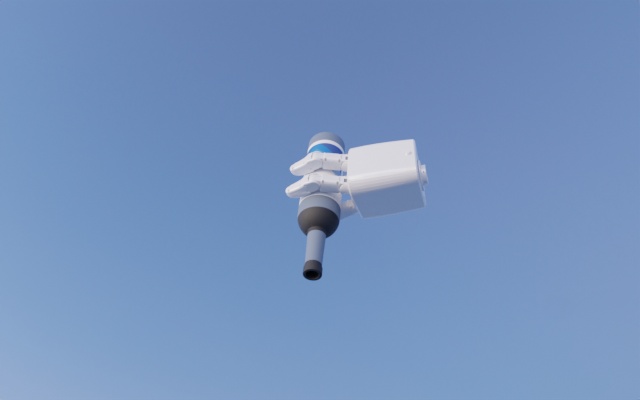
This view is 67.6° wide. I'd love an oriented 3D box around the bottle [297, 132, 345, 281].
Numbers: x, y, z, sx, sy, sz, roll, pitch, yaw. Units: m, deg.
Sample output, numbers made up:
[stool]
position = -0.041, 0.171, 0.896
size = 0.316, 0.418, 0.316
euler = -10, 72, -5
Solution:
[bottle]
position = 0.000, 0.002, 0.769
size = 0.069, 0.069, 0.295
euler = 0, 44, 6
